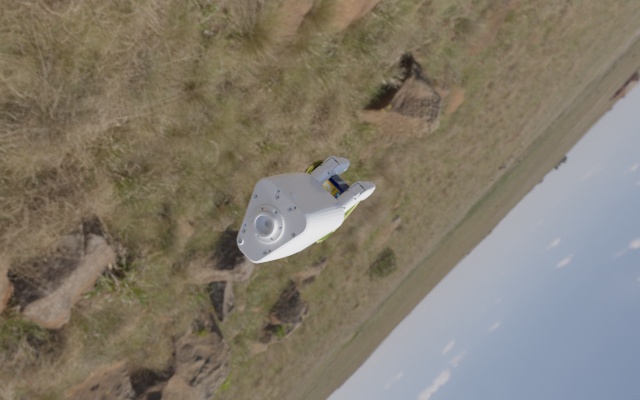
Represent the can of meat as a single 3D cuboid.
[{"bbox_3d":[0.000,0.003,0.741,0.084,0.102,0.057,44,17,16],"label":"can of meat"}]
